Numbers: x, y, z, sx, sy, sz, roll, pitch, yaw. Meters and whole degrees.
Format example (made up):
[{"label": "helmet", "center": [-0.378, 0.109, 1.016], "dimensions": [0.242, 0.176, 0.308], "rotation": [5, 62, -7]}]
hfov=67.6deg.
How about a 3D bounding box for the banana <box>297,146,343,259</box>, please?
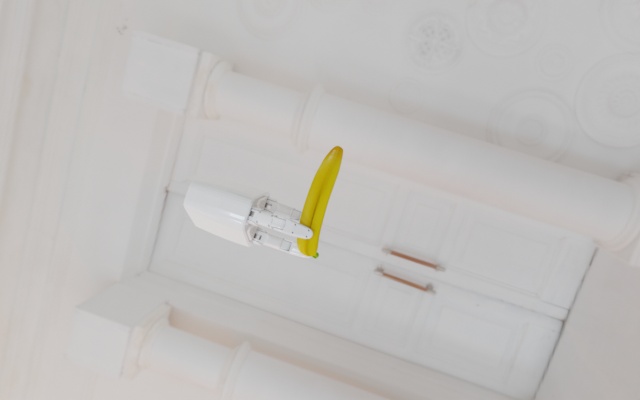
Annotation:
[{"label": "banana", "center": [-0.005, 0.010, 0.755], "dimensions": [0.037, 0.198, 0.069], "rotation": [18, 18, 10]}]
